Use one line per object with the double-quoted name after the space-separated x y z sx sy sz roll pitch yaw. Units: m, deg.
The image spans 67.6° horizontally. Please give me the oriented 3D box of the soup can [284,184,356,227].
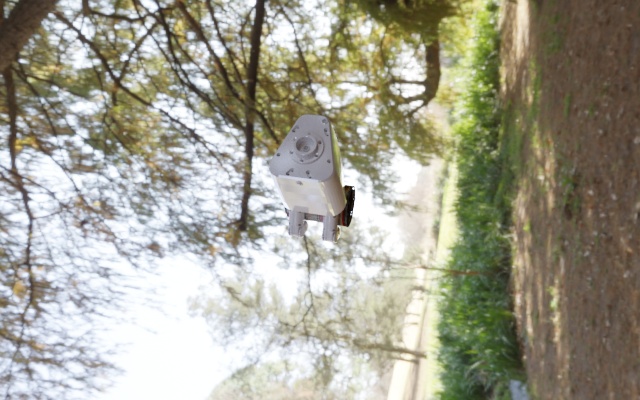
0.000 0.003 0.770 0.102 0.068 0.068 8 2 13 "soup can"
